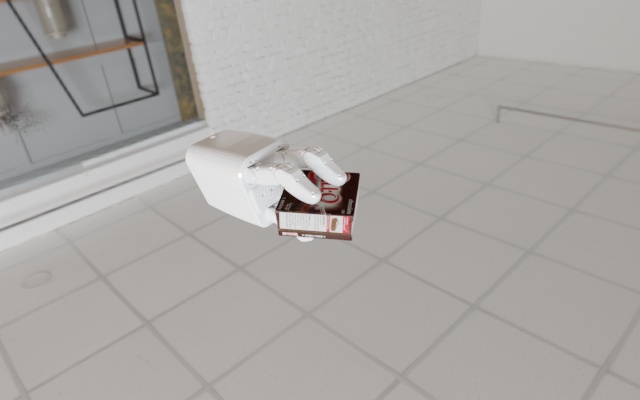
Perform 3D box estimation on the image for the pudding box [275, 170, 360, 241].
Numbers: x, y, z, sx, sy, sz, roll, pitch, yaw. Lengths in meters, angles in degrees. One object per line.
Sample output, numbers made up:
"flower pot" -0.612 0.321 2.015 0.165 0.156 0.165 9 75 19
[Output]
"pudding box" 0.000 0.002 0.580 0.090 0.039 0.113 3 32 7
